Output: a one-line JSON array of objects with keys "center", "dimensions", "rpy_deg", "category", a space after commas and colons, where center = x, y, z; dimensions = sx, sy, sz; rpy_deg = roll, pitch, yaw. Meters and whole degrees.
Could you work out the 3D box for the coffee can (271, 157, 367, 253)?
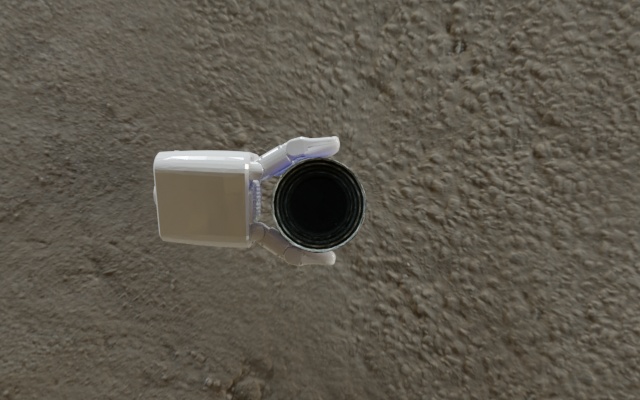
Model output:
[{"center": [0.000, 0.002, 0.576], "dimensions": [0.103, 0.103, 0.140], "rpy_deg": [0, 3, 2], "category": "coffee can"}]
